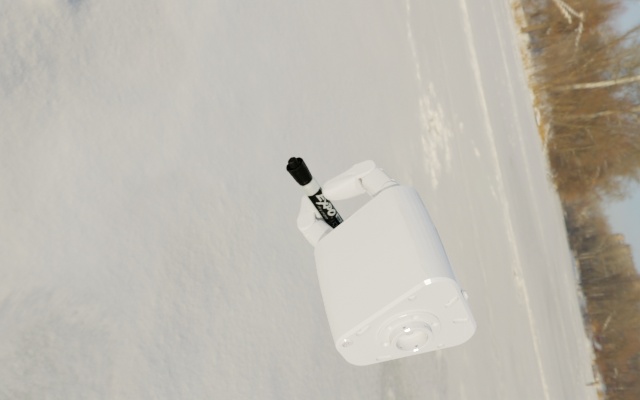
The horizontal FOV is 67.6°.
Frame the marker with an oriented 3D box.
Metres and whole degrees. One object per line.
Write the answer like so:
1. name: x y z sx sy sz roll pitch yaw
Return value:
1. marker: 0.000 0.002 0.484 0.020 0.020 0.121 0 -41 36
